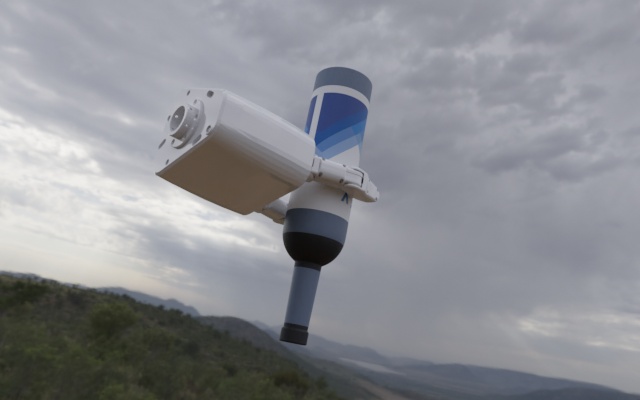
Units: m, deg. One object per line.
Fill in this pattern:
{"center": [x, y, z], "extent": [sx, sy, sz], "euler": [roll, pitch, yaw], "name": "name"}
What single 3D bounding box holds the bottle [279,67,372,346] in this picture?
{"center": [0.000, 0.001, 0.510], "extent": [0.069, 0.295, 0.069], "euler": [10, -17, 3], "name": "bottle"}
